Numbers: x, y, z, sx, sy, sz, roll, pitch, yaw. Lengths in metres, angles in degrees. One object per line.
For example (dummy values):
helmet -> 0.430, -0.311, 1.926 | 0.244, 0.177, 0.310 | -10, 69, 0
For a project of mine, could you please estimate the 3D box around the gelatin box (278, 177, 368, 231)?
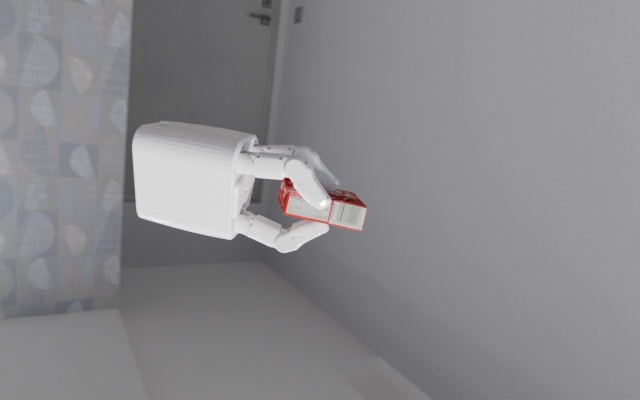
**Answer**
gelatin box -> 0.000, 0.002, 0.524 | 0.089, 0.030, 0.073 | 13, 11, -10
